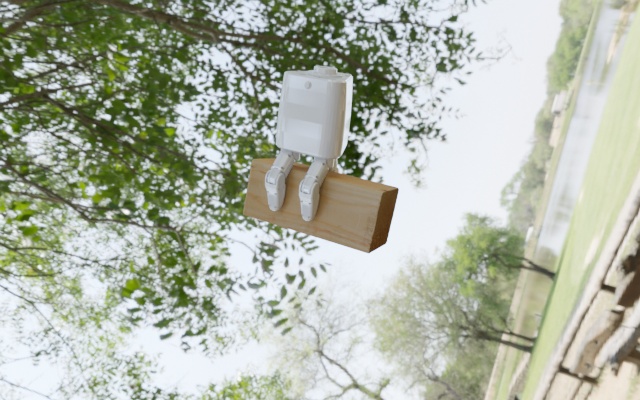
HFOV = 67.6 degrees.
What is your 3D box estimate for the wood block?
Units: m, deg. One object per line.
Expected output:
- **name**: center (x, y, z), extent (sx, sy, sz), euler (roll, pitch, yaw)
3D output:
- **wood block**: center (0.000, 0.002, 0.717), extent (0.206, 0.090, 0.091), euler (16, 12, 22)
